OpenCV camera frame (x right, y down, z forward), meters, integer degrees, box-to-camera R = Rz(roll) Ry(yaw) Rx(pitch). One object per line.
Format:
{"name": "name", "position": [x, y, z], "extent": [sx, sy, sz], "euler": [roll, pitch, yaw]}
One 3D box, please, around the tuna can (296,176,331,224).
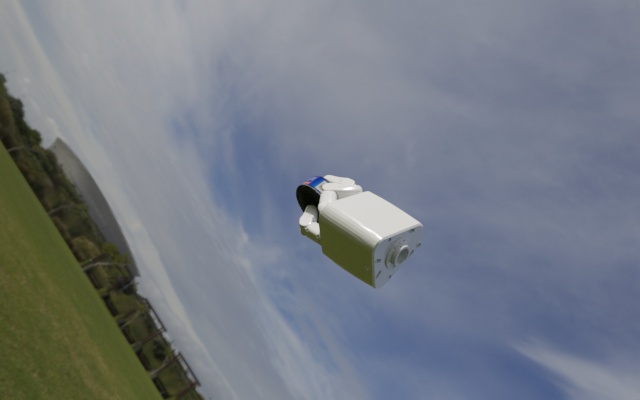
{"name": "tuna can", "position": [0.000, 0.002, 0.795], "extent": [0.033, 0.086, 0.086], "euler": [-36, 19, -28]}
